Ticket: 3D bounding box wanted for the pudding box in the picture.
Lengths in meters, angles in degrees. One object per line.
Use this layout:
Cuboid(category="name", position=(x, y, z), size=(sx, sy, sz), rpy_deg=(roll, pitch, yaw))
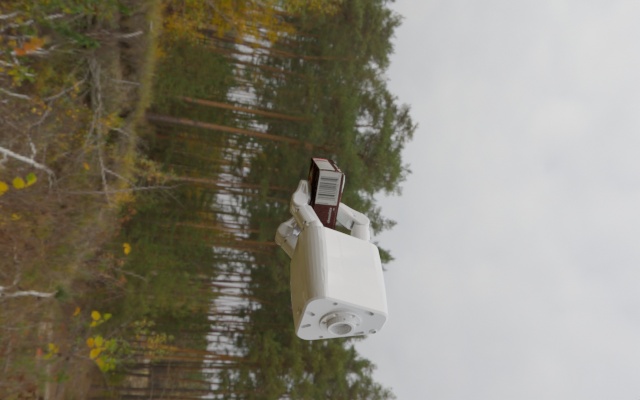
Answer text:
Cuboid(category="pudding box", position=(0.000, 0.002, 0.682), size=(0.039, 0.113, 0.090), rpy_deg=(8, 15, -12))
